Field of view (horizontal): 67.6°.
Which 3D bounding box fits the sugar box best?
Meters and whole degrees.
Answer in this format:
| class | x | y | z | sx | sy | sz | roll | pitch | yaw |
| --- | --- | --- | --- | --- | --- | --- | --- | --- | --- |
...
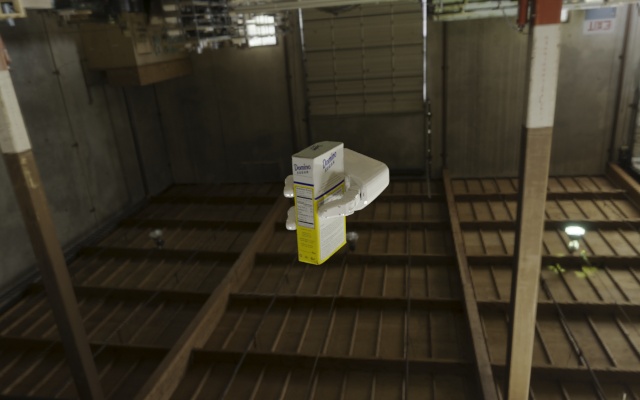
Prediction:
| class | x | y | z | sx | sy | sz | roll | pitch | yaw |
| --- | --- | --- | --- | --- | --- | --- | --- | --- | --- |
| sugar box | 0.000 | 0.002 | 0.751 | 0.048 | 0.176 | 0.093 | 8 | 24 | 30 |
